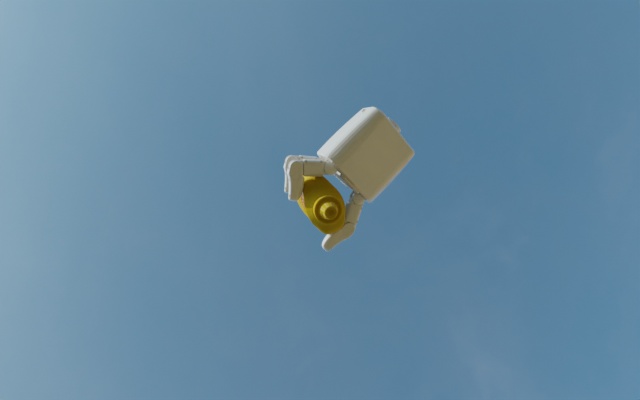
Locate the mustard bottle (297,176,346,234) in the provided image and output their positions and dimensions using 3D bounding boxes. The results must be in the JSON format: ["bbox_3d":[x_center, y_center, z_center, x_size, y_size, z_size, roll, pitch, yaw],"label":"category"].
[{"bbox_3d":[0.000,0.003,0.745,0.058,0.096,0.191,-22,11,-6],"label":"mustard bottle"}]
